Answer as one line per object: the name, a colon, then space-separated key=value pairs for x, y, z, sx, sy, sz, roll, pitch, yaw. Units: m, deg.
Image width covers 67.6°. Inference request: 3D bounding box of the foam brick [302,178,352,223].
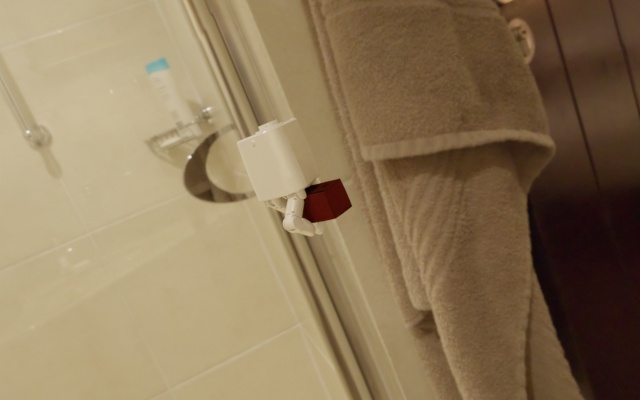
foam brick: x=0.000 y=0.003 z=0.779 sx=0.078 sy=0.051 sz=0.053 roll=-12 pitch=15 yaw=39
